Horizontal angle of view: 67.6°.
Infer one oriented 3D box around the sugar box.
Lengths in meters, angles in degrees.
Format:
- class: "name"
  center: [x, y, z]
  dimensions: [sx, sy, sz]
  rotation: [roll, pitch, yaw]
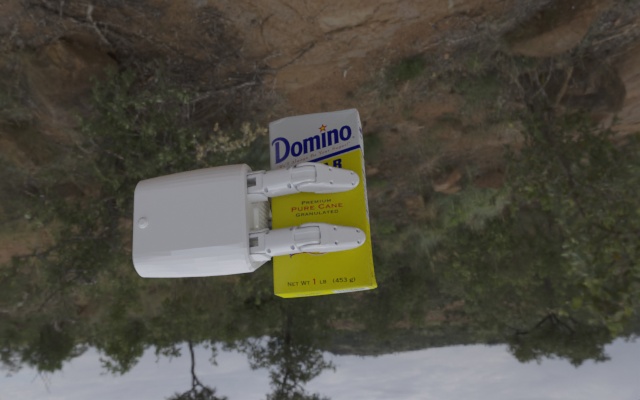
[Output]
- class: "sugar box"
  center: [0.000, 0.002, 0.466]
  dimensions: [0.093, 0.176, 0.048]
  rotation: [-7, -15, 9]
